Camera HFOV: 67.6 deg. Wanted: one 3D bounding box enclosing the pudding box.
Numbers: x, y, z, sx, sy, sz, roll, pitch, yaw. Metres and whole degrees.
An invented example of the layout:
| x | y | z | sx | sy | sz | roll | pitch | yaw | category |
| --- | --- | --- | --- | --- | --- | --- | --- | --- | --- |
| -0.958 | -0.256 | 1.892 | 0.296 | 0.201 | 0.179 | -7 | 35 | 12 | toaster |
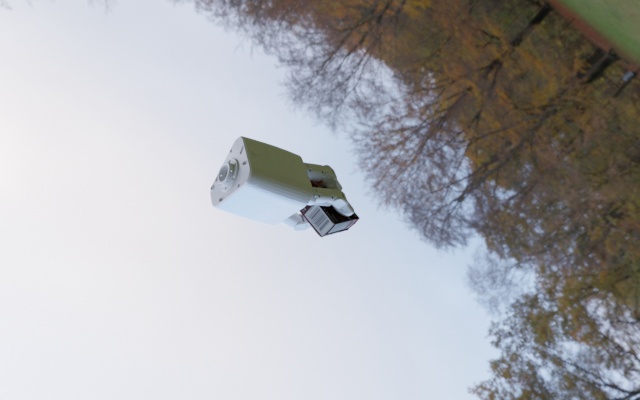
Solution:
| x | y | z | sx | sy | sz | roll | pitch | yaw | category |
| --- | --- | --- | --- | --- | --- | --- | --- | --- | --- |
| 0.000 | 0.003 | 0.777 | 0.039 | 0.113 | 0.090 | -45 | -18 | 26 | pudding box |
